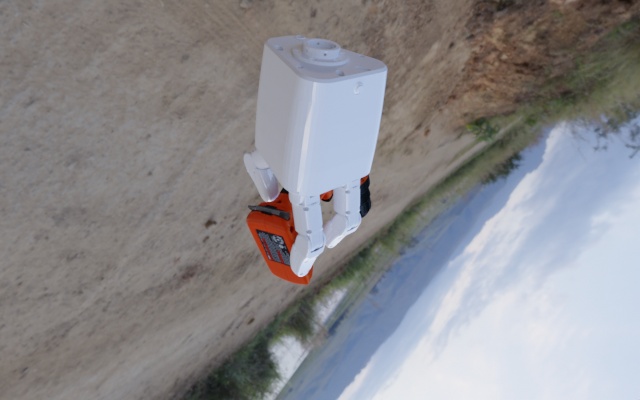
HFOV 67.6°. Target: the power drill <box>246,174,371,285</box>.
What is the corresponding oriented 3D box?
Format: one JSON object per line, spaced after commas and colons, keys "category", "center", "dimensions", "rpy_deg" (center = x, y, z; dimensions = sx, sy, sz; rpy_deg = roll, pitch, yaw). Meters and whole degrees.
{"category": "power drill", "center": [0.000, 0.002, 0.557], "dimensions": [0.057, 0.185, 0.187], "rpy_deg": [10, 50, 29]}
